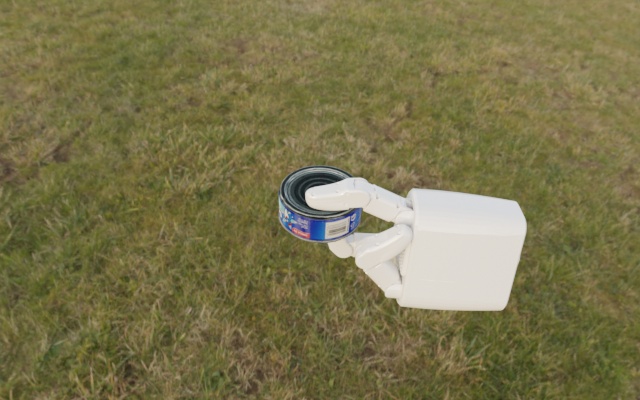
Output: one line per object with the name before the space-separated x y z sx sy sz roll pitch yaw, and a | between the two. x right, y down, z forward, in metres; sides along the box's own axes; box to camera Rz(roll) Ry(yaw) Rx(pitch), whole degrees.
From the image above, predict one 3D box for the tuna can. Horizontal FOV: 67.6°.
tuna can | 0.000 0.001 0.485 0.086 0.034 0.086 2 40 -1
